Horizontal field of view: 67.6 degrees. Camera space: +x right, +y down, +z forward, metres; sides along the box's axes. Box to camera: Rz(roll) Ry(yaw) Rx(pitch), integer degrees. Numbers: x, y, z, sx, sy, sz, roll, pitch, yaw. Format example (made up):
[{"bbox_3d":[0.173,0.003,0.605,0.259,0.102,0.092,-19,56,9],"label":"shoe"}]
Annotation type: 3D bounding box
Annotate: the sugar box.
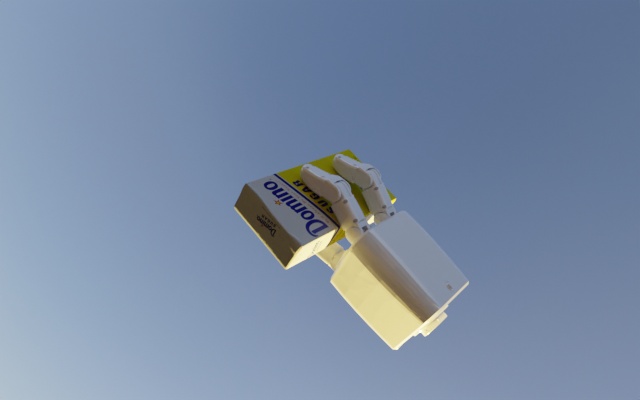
[{"bbox_3d":[0.000,0.001,0.543,0.176,0.093,0.048,-23,-26,-48],"label":"sugar box"}]
